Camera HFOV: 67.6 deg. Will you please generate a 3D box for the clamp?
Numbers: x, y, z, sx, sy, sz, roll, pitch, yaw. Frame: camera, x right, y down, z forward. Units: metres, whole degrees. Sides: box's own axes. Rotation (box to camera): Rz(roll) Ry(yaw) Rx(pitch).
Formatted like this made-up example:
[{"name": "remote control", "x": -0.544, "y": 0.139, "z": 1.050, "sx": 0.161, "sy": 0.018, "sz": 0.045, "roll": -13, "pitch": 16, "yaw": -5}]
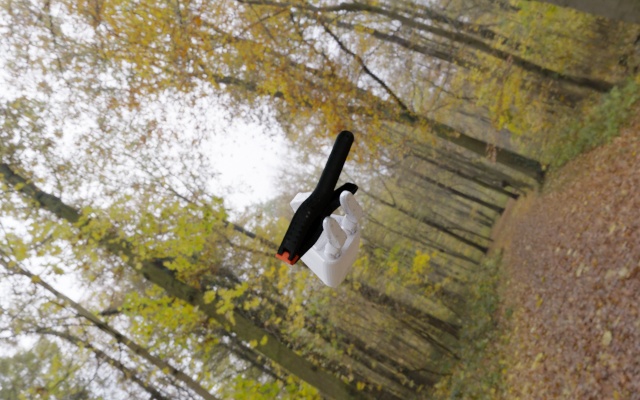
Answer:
[{"name": "clamp", "x": -0.001, "y": 0.003, "z": 0.734, "sx": 0.036, "sy": 0.210, "sz": 0.165, "roll": 26, "pitch": -30, "yaw": 21}]
